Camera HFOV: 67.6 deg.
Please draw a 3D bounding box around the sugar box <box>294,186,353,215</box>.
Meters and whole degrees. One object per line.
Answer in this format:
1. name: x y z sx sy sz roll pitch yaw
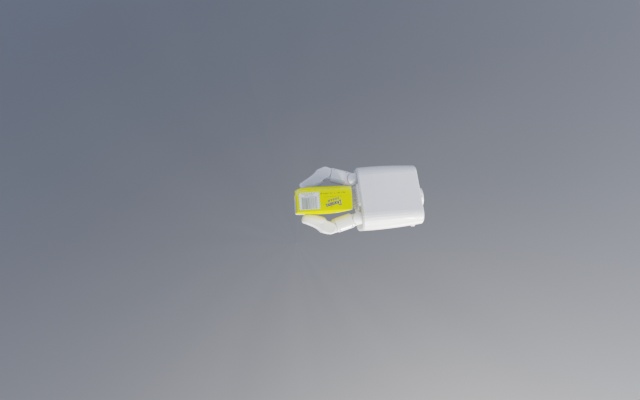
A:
1. sugar box: 0.000 0.003 0.854 0.093 0.048 0.176 -3 -5 -3
